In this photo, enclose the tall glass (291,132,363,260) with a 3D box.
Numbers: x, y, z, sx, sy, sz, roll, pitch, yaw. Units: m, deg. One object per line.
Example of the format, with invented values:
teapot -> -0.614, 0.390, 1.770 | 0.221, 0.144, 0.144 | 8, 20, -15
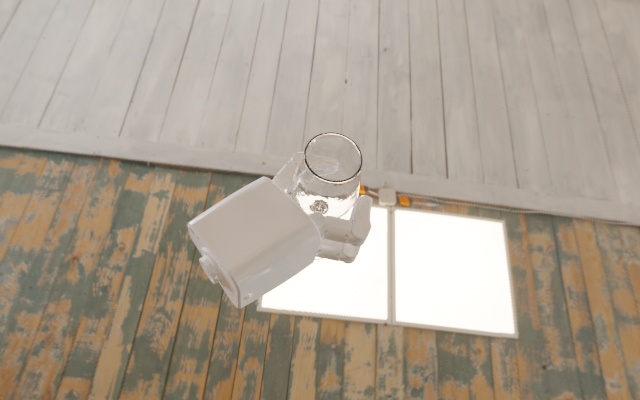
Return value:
tall glass -> 0.000, 0.002, 0.578 | 0.079, 0.079, 0.201 | 0, -29, -9
